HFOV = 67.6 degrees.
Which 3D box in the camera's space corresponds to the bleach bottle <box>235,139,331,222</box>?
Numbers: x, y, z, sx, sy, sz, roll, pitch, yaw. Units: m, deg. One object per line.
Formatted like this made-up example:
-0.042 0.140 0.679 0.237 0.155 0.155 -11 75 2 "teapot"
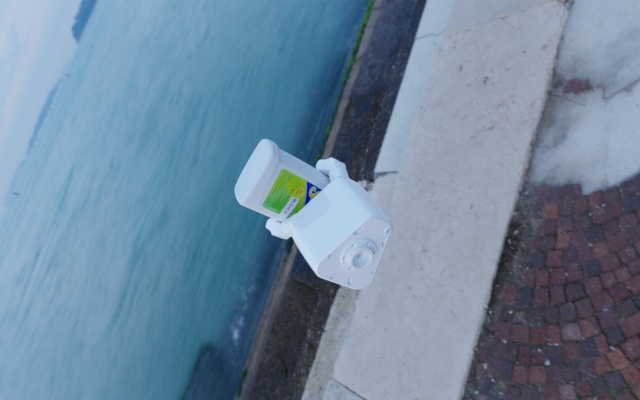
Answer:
0.000 0.002 0.739 0.251 0.102 0.068 24 17 -31 "bleach bottle"
